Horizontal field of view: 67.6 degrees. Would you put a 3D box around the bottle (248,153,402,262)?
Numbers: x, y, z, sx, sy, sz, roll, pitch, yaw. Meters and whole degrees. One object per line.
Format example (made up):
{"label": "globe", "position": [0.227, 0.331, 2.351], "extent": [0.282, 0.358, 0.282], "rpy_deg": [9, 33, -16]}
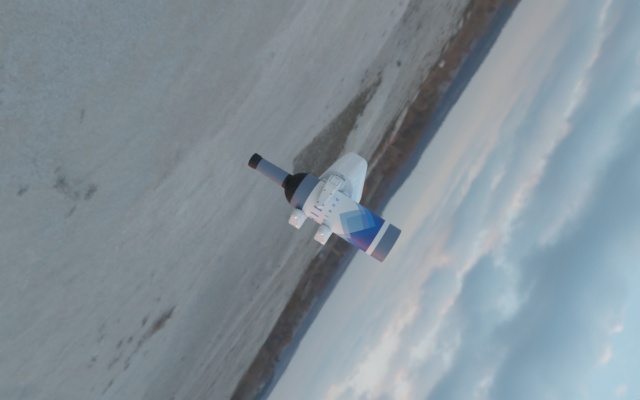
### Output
{"label": "bottle", "position": [0.000, 0.003, 0.848], "extent": [0.295, 0.069, 0.069], "rpy_deg": [32, 4, 6]}
